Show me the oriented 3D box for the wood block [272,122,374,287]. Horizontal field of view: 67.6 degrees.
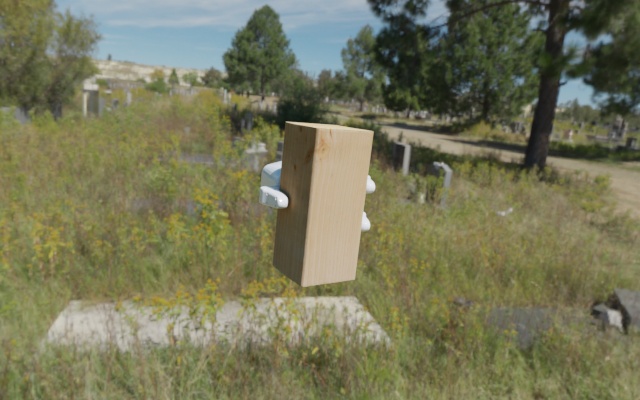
[{"bbox_3d":[0.000,0.002,0.654,0.091,0.206,0.090,-2,14,-32],"label":"wood block"}]
